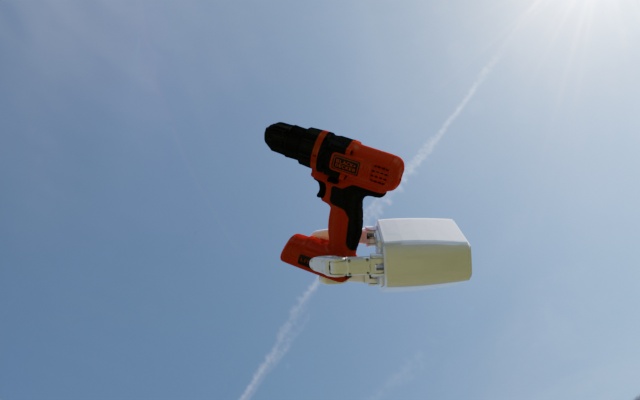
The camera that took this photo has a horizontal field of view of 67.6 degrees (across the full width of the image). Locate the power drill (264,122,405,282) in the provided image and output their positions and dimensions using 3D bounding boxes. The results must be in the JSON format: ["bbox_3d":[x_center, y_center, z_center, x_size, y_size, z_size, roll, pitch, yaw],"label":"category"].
[{"bbox_3d":[0.000,0.003,0.624,0.184,0.188,0.057,20,26,15],"label":"power drill"}]
